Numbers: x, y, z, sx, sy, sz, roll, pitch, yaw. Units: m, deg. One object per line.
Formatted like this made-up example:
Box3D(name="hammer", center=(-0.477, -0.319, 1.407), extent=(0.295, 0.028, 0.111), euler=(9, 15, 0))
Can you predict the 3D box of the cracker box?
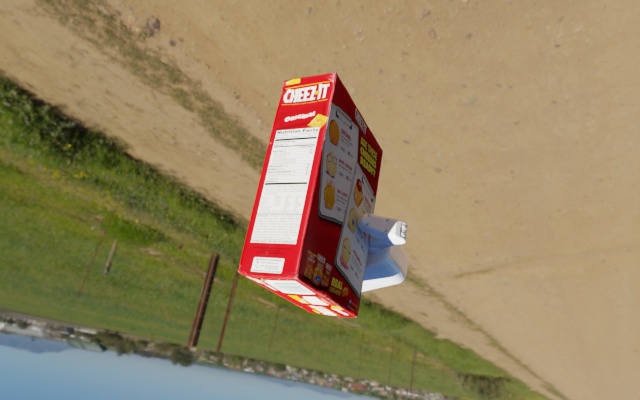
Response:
Box3D(name="cracker box", center=(0.000, 0.002, 0.513), extent=(0.072, 0.213, 0.164), euler=(0, -24, 25))
